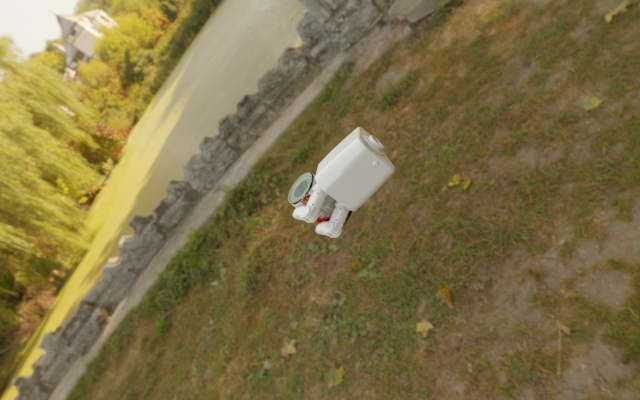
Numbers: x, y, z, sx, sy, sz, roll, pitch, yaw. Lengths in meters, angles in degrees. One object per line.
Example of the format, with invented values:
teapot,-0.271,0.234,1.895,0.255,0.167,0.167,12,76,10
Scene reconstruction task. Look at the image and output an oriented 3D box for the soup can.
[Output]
soup can,0.000,0.003,0.873,0.102,0.068,0.068,35,-18,-28
